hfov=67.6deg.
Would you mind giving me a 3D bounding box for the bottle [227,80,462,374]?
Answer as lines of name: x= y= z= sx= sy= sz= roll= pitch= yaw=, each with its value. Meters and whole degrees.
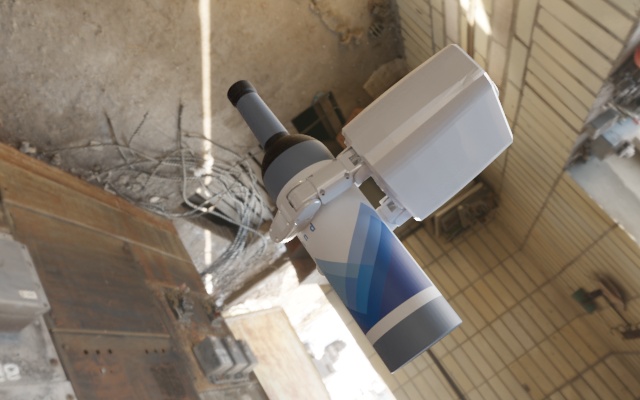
bottle: x=0.000 y=0.002 z=0.414 sx=0.069 sy=0.295 sz=0.069 roll=-30 pitch=-23 yaw=-14
